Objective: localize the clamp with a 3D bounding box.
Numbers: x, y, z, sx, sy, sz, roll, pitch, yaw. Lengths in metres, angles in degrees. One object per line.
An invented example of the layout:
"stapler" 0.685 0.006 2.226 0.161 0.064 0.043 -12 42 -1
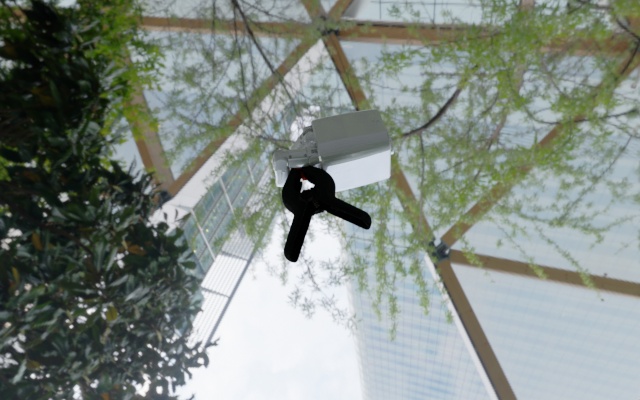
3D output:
"clamp" 0.000 0.002 0.661 0.120 0.171 0.039 -14 -43 3
